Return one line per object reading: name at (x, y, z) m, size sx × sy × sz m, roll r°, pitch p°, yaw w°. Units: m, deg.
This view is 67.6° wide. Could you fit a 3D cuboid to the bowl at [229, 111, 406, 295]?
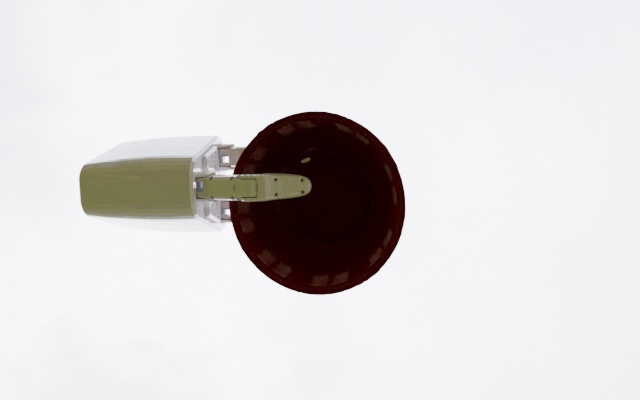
bowl at (0.001, 0.002, 0.441) m, size 0.162 × 0.162 × 0.055 m, roll 0°, pitch 5°, yaw 16°
